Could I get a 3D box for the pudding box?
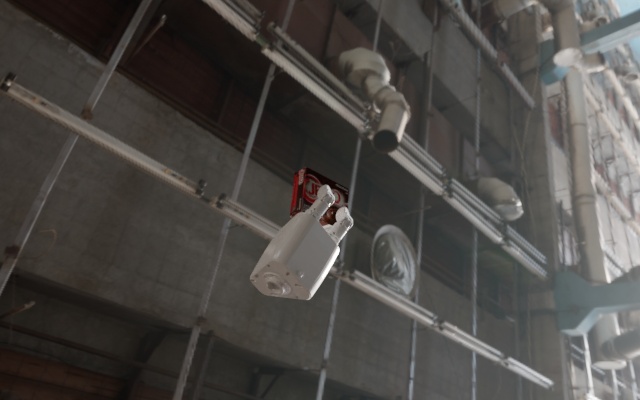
[{"bbox_3d":[0.000,0.003,0.863,0.039,0.090,0.113,-19,-34,42],"label":"pudding box"}]
